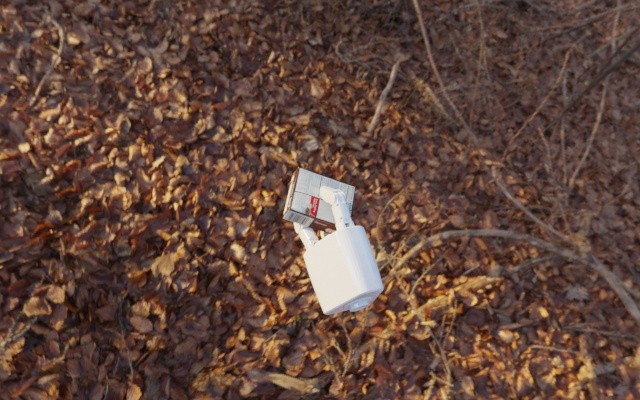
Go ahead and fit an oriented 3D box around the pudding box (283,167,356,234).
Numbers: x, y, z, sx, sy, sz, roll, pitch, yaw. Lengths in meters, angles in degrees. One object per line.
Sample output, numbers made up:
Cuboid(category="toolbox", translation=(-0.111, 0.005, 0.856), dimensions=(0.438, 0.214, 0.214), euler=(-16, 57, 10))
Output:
Cuboid(category="pudding box", translation=(0.000, 0.003, 0.816), dimensions=(0.113, 0.090, 0.039), euler=(20, -33, -14))
